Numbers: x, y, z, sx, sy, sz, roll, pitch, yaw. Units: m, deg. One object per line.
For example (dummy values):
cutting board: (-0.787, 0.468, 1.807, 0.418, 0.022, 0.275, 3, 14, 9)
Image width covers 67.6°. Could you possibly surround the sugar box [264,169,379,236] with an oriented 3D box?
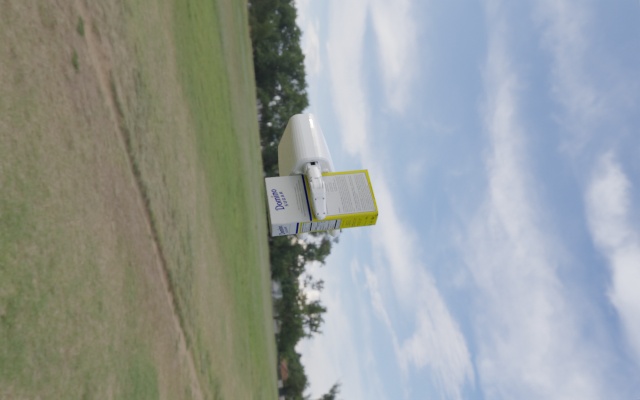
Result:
sugar box: (0.000, 0.003, 0.786, 0.176, 0.093, 0.048, -6, -33, -8)
